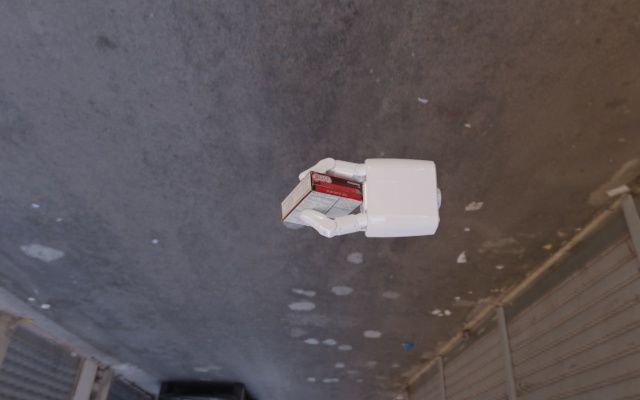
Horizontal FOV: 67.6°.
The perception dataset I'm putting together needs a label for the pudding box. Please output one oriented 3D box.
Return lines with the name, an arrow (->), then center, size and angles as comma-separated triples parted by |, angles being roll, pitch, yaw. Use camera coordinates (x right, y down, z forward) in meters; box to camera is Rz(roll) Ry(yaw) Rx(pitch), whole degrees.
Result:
pudding box -> 0.000, 0.003, 0.739 | 0.090, 0.039, 0.113 | 13, -34, -25
